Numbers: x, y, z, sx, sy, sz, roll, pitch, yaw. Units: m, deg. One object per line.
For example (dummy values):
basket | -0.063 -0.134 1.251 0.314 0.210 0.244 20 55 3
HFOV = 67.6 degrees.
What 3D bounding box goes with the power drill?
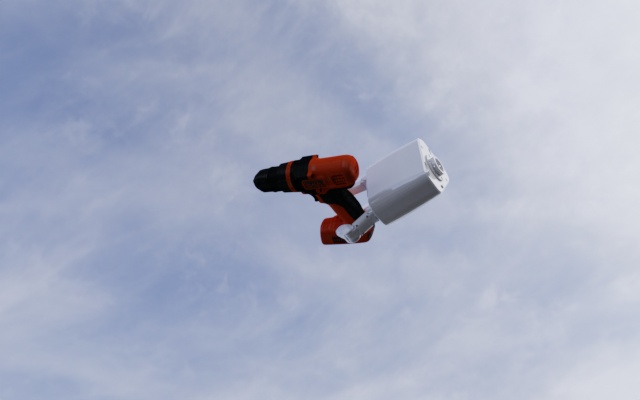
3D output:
power drill | 0.001 0.003 0.807 0.184 0.057 0.188 -5 -40 28
